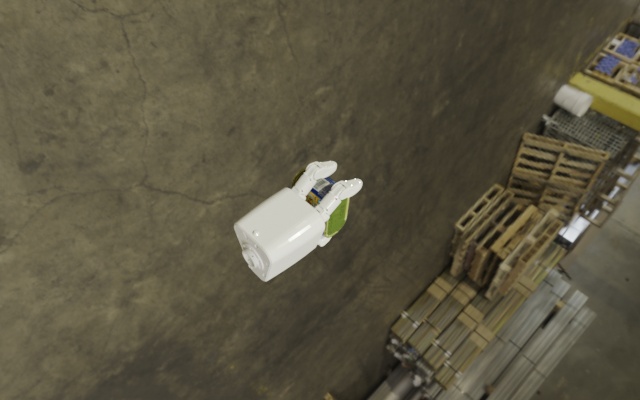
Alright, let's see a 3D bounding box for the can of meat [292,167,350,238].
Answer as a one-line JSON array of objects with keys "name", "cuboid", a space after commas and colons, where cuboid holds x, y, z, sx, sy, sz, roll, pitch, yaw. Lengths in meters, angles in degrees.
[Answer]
[{"name": "can of meat", "cuboid": [0.000, 0.003, 0.811, 0.057, 0.102, 0.084, -33, 57, -29]}]
